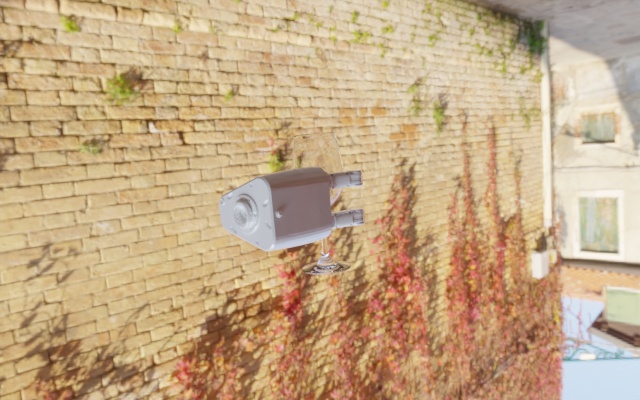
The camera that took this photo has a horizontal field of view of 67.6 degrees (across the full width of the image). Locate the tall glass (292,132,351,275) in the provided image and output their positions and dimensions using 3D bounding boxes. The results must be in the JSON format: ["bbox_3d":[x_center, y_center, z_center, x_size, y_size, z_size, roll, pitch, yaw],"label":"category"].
[{"bbox_3d":[0.000,0.003,0.703,0.079,0.201,0.079,-5,6,1],"label":"tall glass"}]
